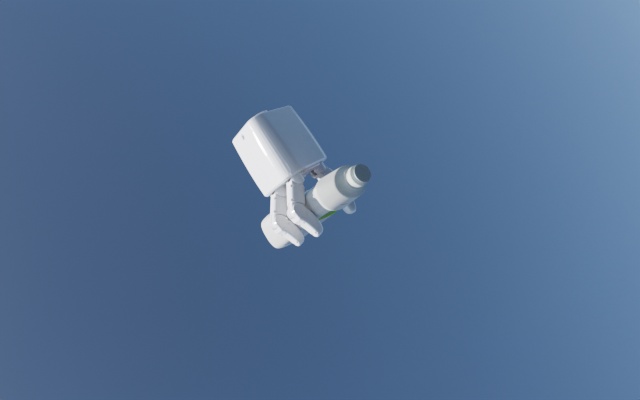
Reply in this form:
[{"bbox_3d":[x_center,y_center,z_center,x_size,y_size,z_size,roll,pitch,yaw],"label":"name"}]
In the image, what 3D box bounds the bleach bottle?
[{"bbox_3d":[0.000,0.003,0.758,0.102,0.068,0.251,-31,-2,-38],"label":"bleach bottle"}]
